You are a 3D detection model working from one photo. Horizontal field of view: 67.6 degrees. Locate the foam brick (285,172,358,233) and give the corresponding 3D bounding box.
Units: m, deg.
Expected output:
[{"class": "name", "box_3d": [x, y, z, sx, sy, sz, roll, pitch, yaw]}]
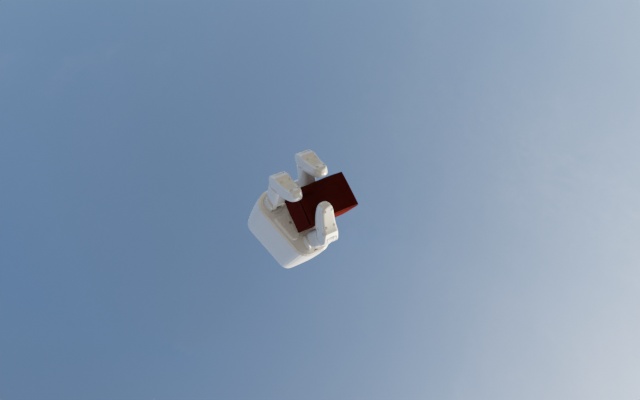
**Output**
[{"class": "foam brick", "box_3d": [0.000, 0.002, 0.655, 0.078, 0.053, 0.051, -21, -8, -25]}]
